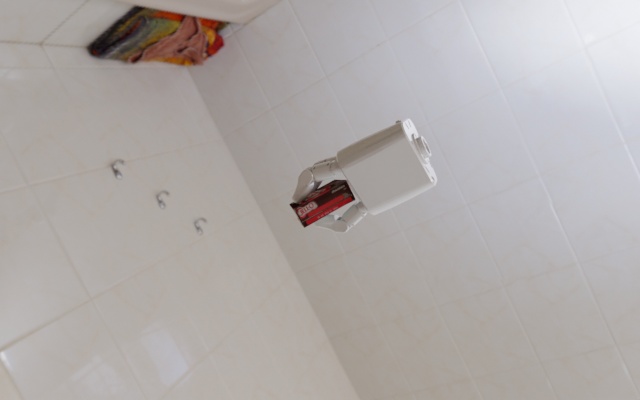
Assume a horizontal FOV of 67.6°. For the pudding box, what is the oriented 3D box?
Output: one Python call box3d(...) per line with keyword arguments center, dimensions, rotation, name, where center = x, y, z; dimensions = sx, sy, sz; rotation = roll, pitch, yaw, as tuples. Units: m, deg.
box3d(center=(0.000, 0.003, 0.754), dimensions=(0.090, 0.039, 0.113), rotation=(-28, 4, -5), name="pudding box")
